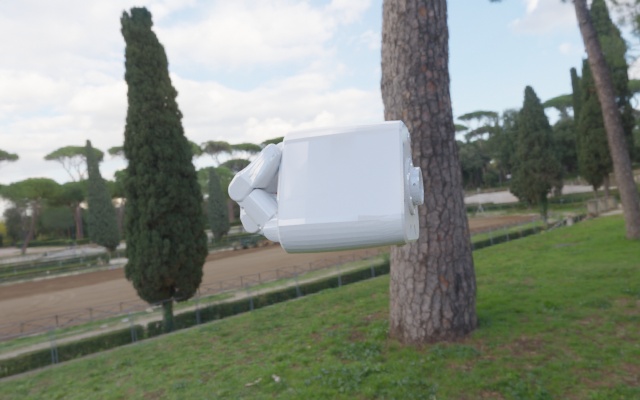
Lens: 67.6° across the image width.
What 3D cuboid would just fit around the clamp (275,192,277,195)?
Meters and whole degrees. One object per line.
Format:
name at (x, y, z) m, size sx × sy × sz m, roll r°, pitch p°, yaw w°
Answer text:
clamp at (0.000, 0.001, 0.536) m, size 0.120 × 0.039 × 0.171 m, roll -2°, pitch 0°, yaw 19°
